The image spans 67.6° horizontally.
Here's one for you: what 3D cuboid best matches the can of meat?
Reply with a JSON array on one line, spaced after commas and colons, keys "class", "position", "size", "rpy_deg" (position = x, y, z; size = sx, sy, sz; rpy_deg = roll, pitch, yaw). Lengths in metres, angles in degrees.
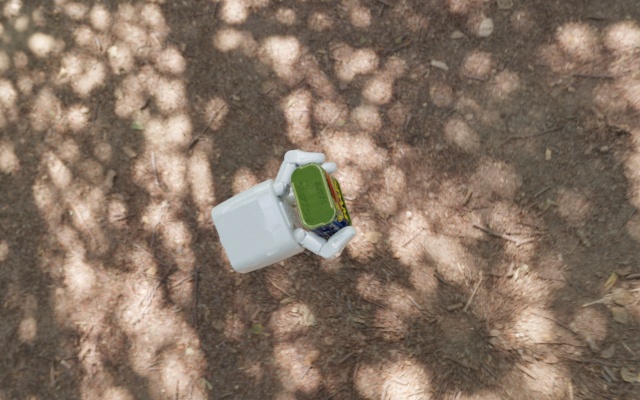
[{"class": "can of meat", "position": [0.000, 0.002, 0.701], "size": [0.057, 0.102, 0.084], "rpy_deg": [-21, -20, 12]}]
